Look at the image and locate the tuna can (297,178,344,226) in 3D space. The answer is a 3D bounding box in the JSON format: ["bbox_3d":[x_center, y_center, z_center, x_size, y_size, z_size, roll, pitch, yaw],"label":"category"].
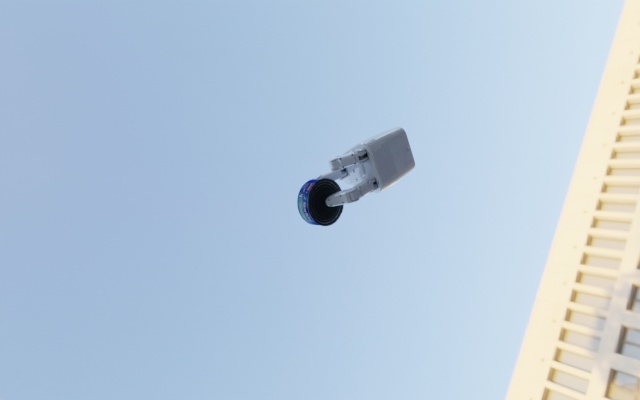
[{"bbox_3d":[0.000,0.003,0.859,0.086,0.086,0.034,0,1,-41],"label":"tuna can"}]
